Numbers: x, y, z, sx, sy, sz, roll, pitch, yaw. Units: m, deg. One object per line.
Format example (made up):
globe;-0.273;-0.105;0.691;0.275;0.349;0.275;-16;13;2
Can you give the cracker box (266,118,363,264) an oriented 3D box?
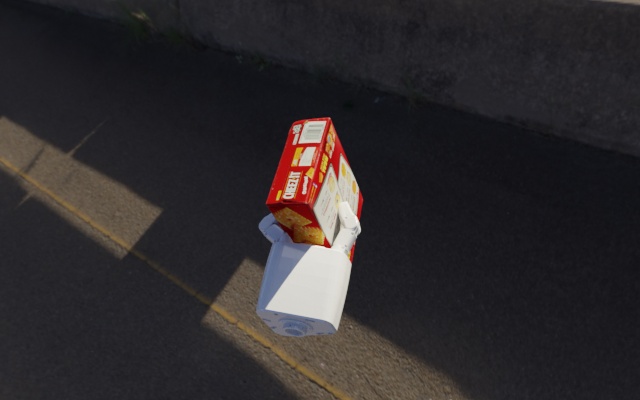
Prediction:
cracker box;0.000;0.002;0.761;0.072;0.164;0.214;-1;-36;21
